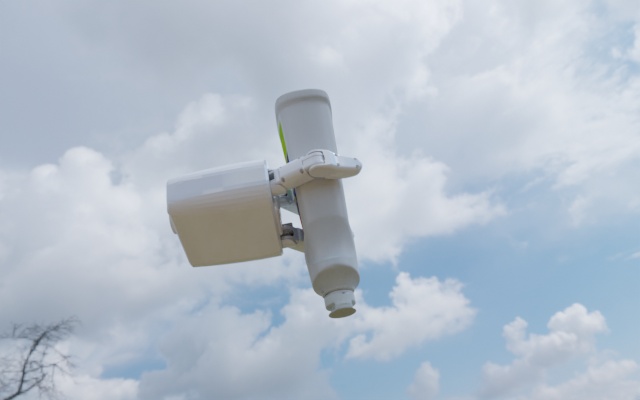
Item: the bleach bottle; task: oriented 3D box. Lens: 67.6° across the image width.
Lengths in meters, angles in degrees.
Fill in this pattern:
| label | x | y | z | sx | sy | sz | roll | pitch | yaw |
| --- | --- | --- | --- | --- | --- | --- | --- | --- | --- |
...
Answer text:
| label | x | y | z | sx | sy | sz | roll | pitch | yaw |
| --- | --- | --- | --- | --- | --- | --- | --- | --- | --- |
| bleach bottle | 0.000 | 0.002 | 0.527 | 0.068 | 0.250 | 0.103 | -10 | -31 | -3 |
